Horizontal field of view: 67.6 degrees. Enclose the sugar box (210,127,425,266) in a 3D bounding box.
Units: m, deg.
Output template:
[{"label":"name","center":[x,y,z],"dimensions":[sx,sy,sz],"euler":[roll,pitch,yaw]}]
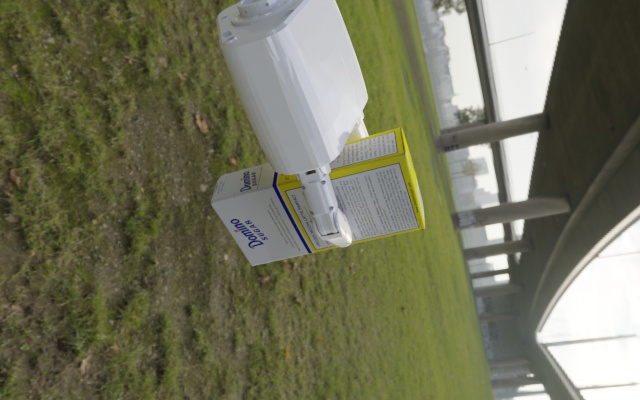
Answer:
[{"label":"sugar box","center":[0.000,0.001,0.439],"dimensions":[0.176,0.093,0.048],"euler":[-11,40,16]}]
